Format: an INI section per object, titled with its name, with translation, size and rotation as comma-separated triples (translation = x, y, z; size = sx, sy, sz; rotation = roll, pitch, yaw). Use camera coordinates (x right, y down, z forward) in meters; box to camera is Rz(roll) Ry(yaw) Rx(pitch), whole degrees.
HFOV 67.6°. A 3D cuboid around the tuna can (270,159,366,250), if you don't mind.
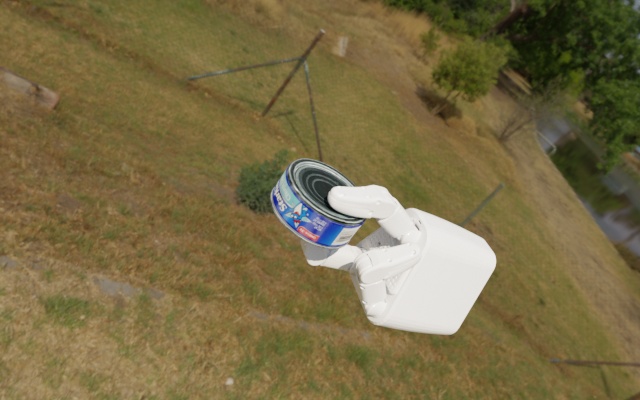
[tuna can]
translation = 0.000, 0.001, 0.433
size = 0.086, 0.034, 0.086
rotation = 25, 31, -17
